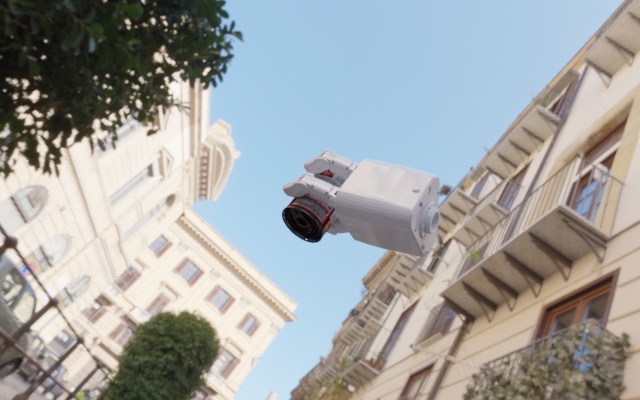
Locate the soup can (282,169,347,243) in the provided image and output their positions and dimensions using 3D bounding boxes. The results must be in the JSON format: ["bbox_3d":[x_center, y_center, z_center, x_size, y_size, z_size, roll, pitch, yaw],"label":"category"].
[{"bbox_3d":[0.000,0.002,0.693,0.068,0.068,0.102,0,40,43],"label":"soup can"}]
